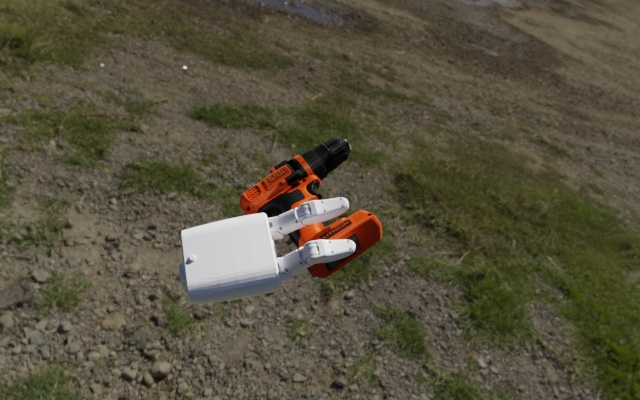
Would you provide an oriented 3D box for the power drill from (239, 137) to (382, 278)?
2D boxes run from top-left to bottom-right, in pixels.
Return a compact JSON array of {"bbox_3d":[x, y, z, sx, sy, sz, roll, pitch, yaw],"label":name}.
[{"bbox_3d":[0.000,0.002,0.649,0.184,0.057,0.187,-35,45,-8],"label":"power drill"}]
